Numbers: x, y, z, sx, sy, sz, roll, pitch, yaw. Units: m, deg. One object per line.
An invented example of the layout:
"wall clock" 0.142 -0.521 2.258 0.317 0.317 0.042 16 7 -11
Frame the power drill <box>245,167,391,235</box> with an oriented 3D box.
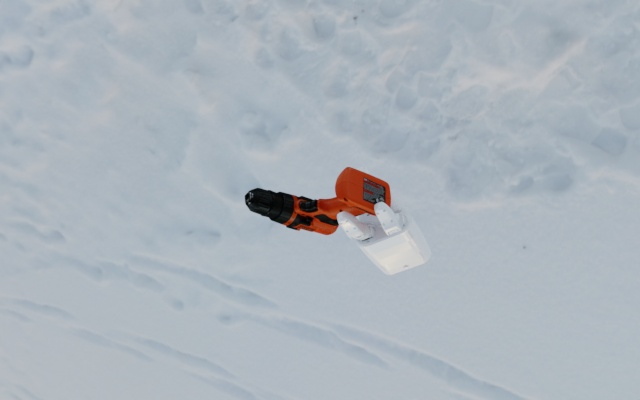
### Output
"power drill" 0.001 0.002 0.744 0.184 0.057 0.188 17 -23 -39
